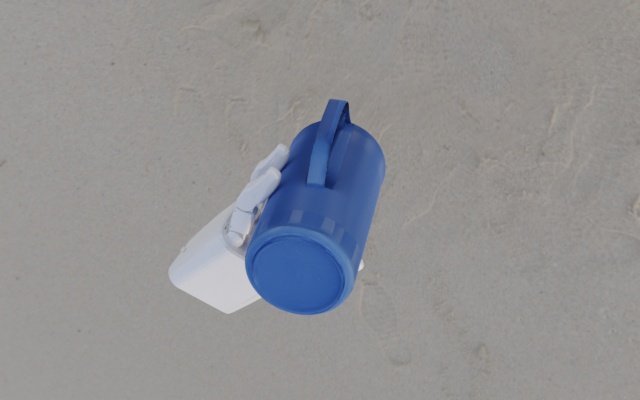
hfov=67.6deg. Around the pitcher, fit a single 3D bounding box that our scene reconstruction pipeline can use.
[{"bbox_3d":[0.000,0.002,0.542,0.145,0.149,0.242,-32,19,27],"label":"pitcher"}]
